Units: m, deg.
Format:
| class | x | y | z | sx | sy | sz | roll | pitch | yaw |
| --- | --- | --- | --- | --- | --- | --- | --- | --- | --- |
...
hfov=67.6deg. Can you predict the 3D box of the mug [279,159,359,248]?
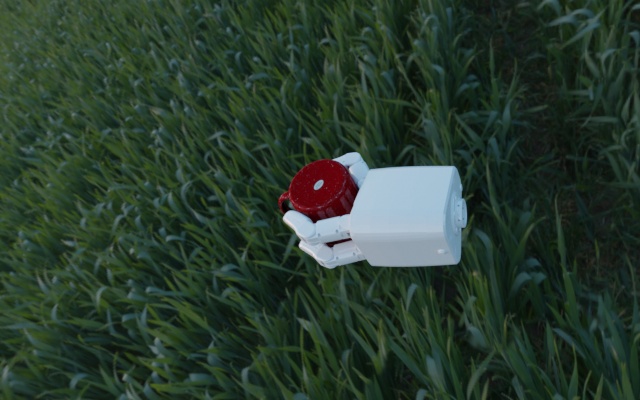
| class | x | y | z | sx | sy | sz | roll | pitch | yaw |
| --- | --- | --- | --- | --- | --- | --- | --- | --- | --- |
| mug | -0.001 | 0.002 | 0.621 | 0.117 | 0.093 | 0.081 | -4 | -36 | 25 |
